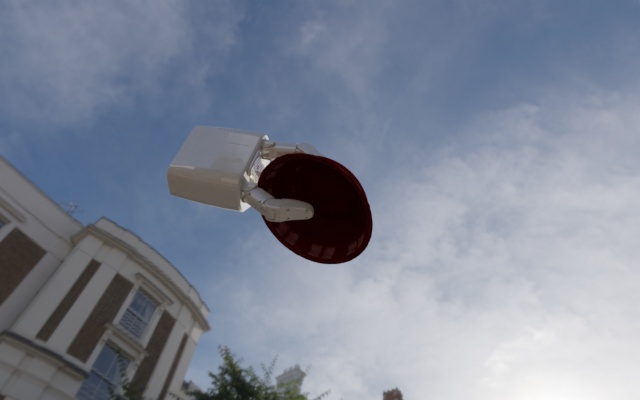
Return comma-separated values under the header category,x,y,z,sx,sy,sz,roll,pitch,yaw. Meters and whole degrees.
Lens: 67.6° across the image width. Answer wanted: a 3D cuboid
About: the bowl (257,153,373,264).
category,x,y,z,sx,sy,sz,roll,pitch,yaw
bowl,0.001,0.002,0.616,0.162,0.162,0.055,0,30,30
